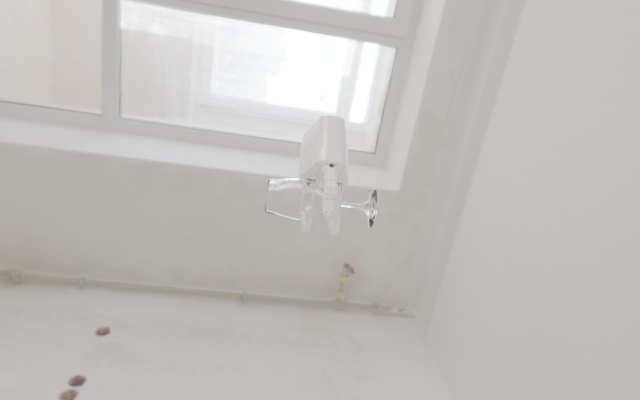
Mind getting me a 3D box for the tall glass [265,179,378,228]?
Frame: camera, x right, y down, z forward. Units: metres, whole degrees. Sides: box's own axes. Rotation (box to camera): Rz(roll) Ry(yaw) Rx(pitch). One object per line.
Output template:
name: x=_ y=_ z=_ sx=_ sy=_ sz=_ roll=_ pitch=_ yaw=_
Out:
tall glass: x=0.001 y=0.003 z=0.886 sx=0.201 sy=0.079 sz=0.079 roll=7 pitch=-1 yaw=-8
